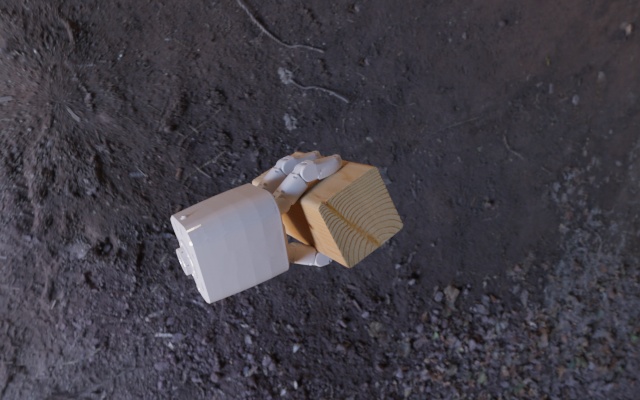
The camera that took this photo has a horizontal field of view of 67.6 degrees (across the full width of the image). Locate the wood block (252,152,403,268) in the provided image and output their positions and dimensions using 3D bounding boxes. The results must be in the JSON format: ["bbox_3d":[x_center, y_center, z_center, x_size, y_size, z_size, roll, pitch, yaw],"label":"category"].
[{"bbox_3d":[0.000,0.003,0.633,0.090,0.091,0.206,-35,25,-18],"label":"wood block"}]
